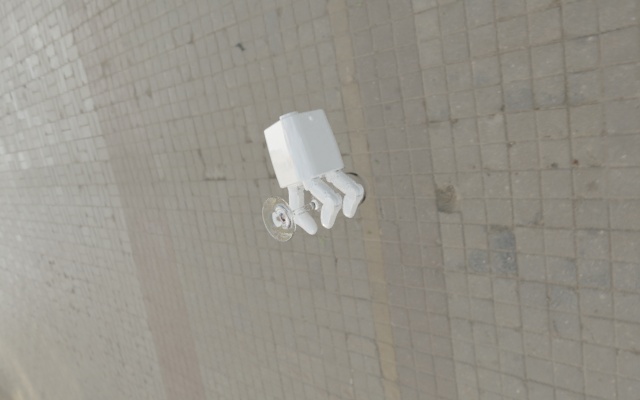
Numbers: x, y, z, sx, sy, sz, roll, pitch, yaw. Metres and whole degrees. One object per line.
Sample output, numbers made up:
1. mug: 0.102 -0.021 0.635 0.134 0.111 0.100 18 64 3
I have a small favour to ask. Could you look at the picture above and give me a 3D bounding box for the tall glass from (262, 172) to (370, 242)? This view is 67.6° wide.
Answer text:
1. tall glass: 0.000 0.003 0.816 0.079 0.079 0.201 0 15 44
